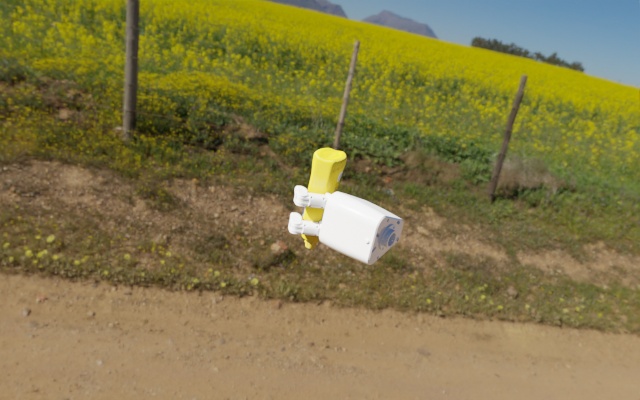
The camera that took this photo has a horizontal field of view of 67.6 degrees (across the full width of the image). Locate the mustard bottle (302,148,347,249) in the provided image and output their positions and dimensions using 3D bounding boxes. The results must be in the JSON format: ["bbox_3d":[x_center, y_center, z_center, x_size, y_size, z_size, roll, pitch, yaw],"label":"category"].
[{"bbox_3d":[0.000,0.003,0.894,0.058,0.192,0.096,16,20,8],"label":"mustard bottle"}]
